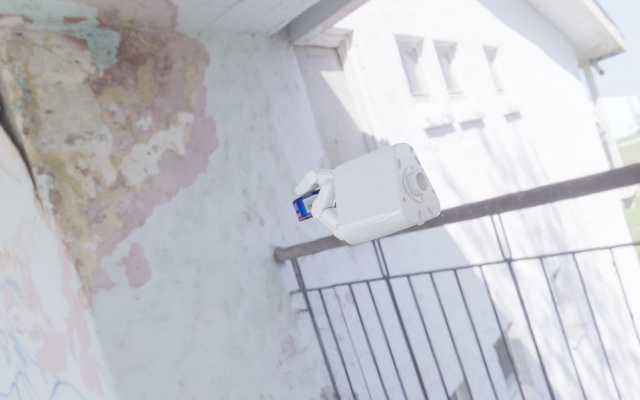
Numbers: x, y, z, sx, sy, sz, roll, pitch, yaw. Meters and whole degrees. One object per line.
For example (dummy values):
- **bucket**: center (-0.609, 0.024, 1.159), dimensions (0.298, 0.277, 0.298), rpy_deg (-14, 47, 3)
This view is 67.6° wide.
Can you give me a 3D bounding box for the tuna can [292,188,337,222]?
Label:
- **tuna can**: center (0.000, 0.002, 0.747), dimensions (0.086, 0.034, 0.086), rpy_deg (-21, -4, -1)
